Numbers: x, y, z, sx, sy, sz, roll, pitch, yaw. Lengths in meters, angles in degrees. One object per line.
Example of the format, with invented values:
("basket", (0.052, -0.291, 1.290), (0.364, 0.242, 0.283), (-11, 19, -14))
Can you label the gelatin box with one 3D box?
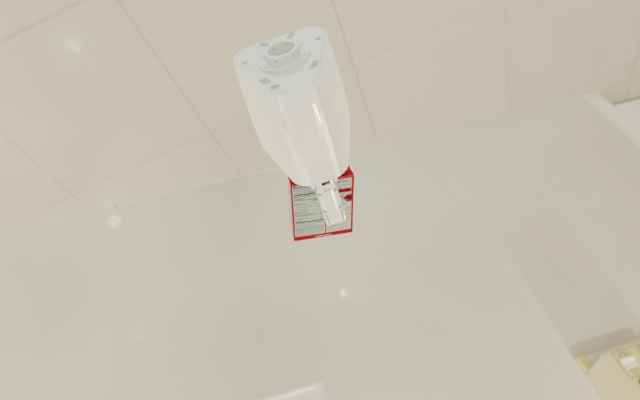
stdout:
("gelatin box", (0.000, 0.002, 0.557), (0.073, 0.089, 0.030), (-9, 39, -9))
